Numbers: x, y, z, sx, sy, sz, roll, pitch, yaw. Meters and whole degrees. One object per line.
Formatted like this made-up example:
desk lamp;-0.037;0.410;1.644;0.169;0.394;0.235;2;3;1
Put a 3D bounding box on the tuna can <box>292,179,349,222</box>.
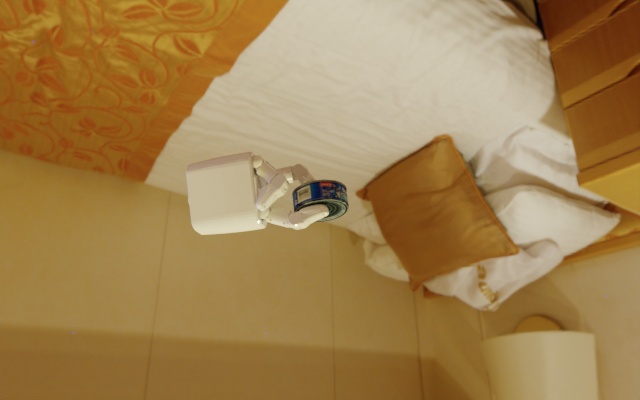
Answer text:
tuna can;0.000;0.003;0.734;0.086;0.033;0.086;-6;-25;-3
